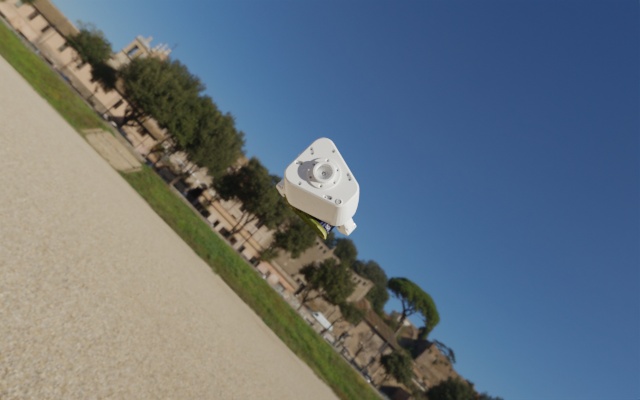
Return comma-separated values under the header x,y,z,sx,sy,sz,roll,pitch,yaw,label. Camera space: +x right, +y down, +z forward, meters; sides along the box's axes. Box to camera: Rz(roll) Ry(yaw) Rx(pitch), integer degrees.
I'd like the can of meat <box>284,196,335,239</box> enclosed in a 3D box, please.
x,y,z,sx,sy,sz,roll,pitch,yaw,label
0.000,0.003,0.847,0.102,0.084,0.057,42,-12,15,can of meat
